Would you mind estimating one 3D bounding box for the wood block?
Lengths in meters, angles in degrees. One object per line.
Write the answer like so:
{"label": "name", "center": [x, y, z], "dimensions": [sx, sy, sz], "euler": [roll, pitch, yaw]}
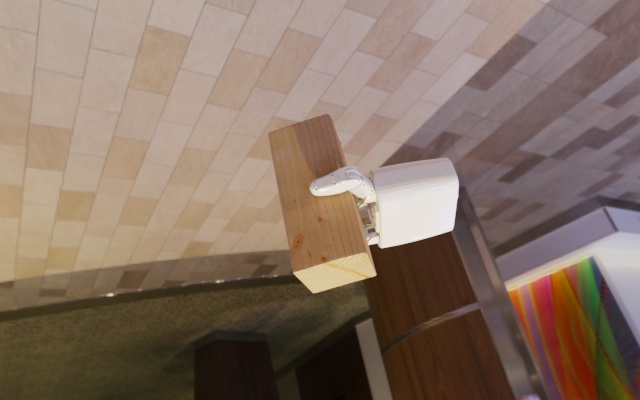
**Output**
{"label": "wood block", "center": [0.000, 0.002, 0.630], "dimensions": [0.090, 0.206, 0.091], "euler": [-17, -29, 7]}
